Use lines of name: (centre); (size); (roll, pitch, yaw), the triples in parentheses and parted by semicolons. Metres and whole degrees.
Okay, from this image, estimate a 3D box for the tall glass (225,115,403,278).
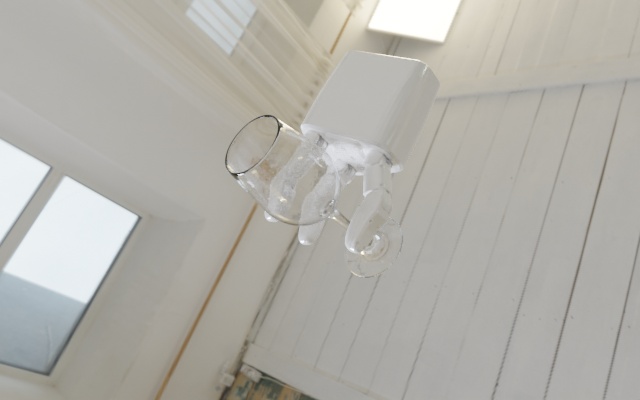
tall glass: (0.000, 0.002, 0.464); (0.079, 0.079, 0.201); (0, -29, 42)
